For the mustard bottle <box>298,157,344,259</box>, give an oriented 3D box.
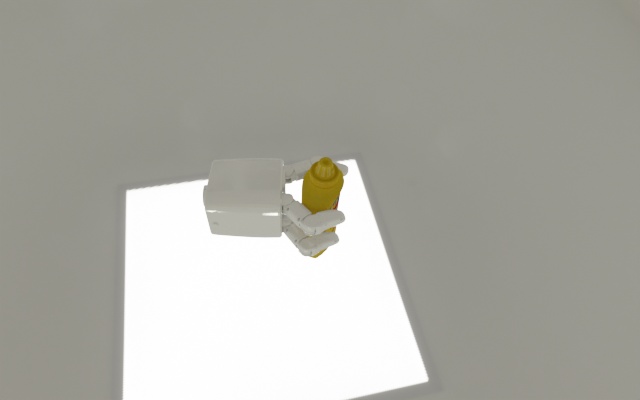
[{"bbox_3d":[0.000,0.003,0.712,0.058,0.096,0.192,20,-34,10],"label":"mustard bottle"}]
